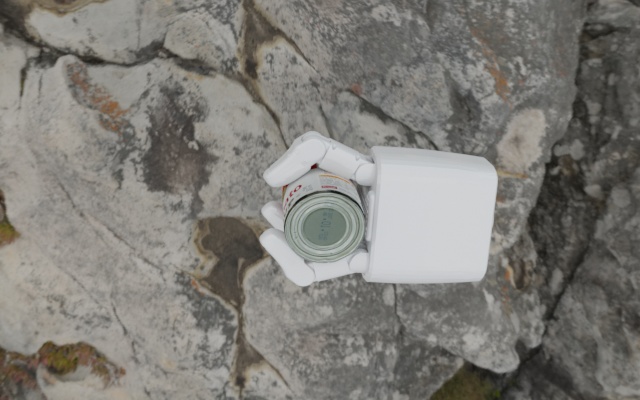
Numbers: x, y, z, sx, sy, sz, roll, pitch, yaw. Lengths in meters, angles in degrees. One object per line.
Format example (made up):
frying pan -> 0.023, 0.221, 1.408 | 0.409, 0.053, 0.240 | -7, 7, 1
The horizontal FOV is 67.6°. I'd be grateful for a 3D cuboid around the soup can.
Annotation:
soup can -> 0.000, 0.001, 0.423 | 0.068, 0.068, 0.102 | 0, 26, -5
